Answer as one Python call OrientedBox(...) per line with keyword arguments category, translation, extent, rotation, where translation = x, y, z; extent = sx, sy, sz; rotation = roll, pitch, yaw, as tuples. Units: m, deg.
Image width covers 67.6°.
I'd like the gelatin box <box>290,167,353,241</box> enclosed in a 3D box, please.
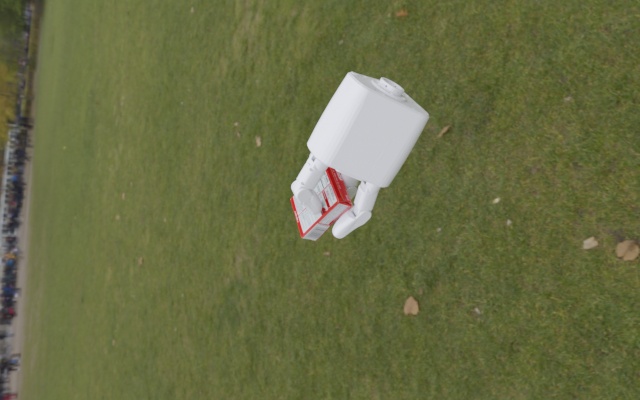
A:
OrientedBox(category="gelatin box", translation=(0.000, 0.002, 0.676), extent=(0.030, 0.073, 0.089), rotation=(16, -49, -38))
